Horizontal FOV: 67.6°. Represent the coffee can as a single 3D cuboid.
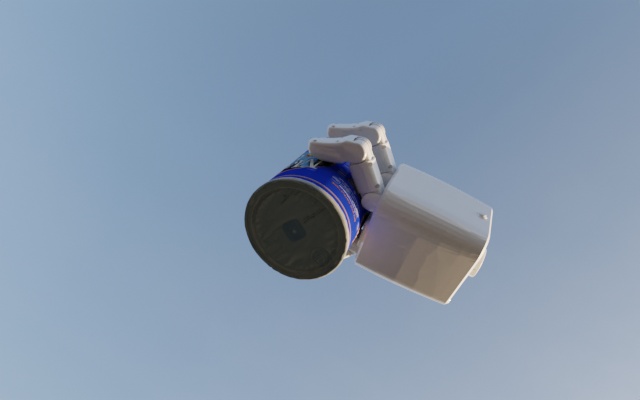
[{"bbox_3d":[0.000,0.002,0.493,0.103,0.103,0.140,0,23,22],"label":"coffee can"}]
